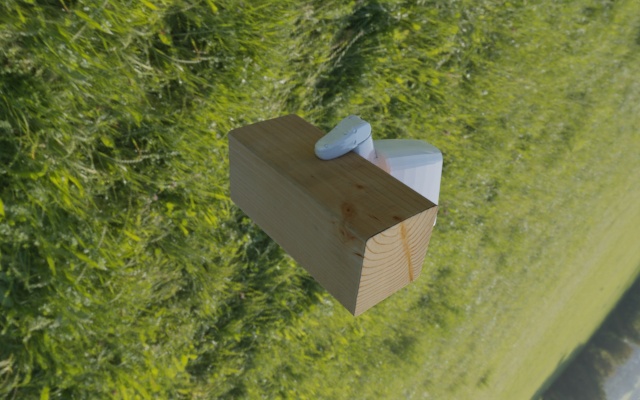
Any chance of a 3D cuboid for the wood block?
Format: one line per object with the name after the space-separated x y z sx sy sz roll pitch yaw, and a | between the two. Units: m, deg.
0.000 0.001 0.472 0.090 0.091 0.206 -22 44 -34 | wood block
